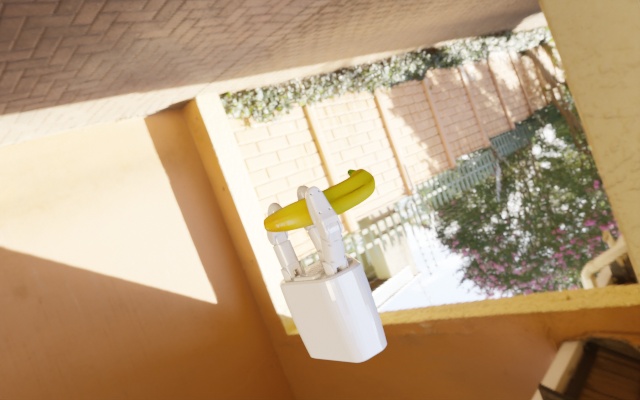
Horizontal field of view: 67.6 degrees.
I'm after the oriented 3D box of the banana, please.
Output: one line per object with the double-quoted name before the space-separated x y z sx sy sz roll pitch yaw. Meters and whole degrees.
"banana" 0.016 -0.002 0.589 0.069 0.037 0.197 -13 11 40
